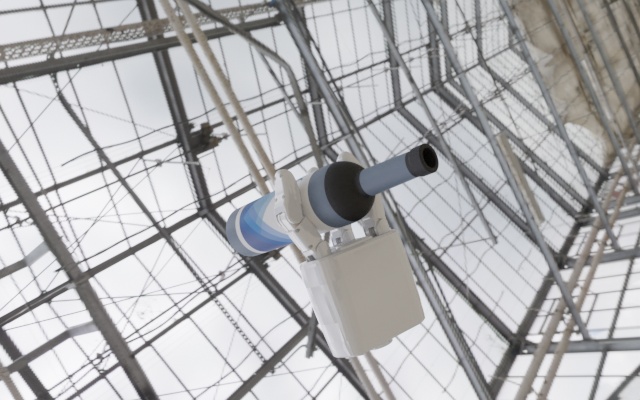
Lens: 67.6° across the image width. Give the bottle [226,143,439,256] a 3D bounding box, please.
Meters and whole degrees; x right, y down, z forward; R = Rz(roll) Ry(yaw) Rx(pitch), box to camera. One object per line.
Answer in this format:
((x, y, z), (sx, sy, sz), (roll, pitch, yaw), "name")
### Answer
((0.000, 0.002, 0.523), (0.069, 0.069, 0.296), (0, -15, -42), "bottle")
